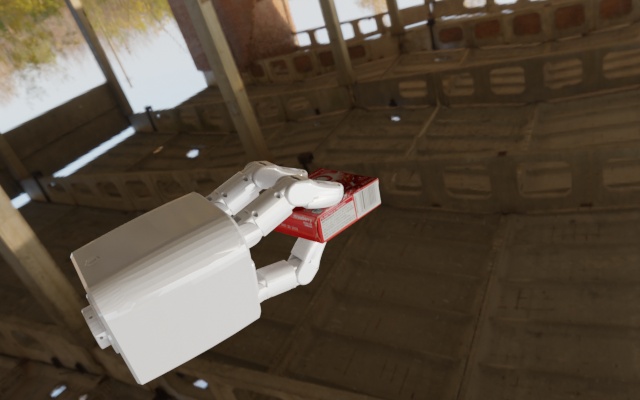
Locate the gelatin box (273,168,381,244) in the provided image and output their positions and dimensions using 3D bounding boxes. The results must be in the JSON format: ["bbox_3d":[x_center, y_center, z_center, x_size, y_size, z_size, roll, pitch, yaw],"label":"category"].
[{"bbox_3d":[0.000,0.002,0.439,0.073,0.030,0.089,13,32,41],"label":"gelatin box"}]
